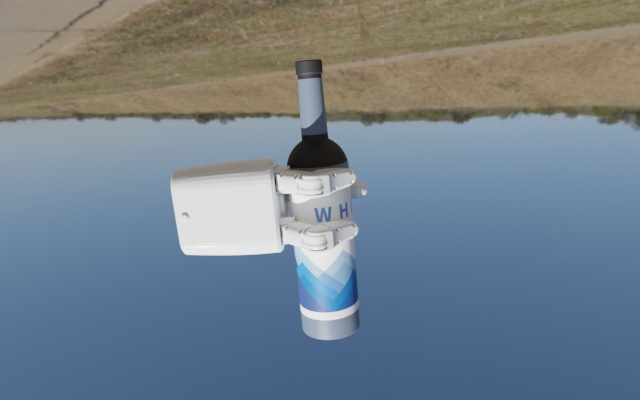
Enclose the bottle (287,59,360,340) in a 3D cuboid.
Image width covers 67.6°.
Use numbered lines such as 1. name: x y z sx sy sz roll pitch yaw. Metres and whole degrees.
1. bottle: 0.000 0.002 0.515 0.069 0.296 0.069 -5 14 1
